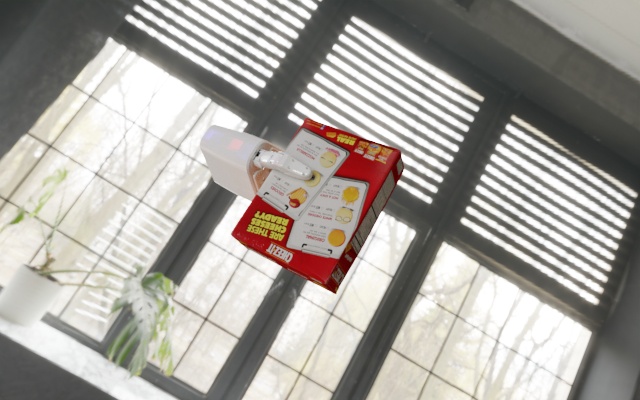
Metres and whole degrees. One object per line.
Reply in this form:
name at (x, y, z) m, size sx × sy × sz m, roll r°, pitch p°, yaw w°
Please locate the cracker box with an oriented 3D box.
cracker box at (0.000, 0.002, 0.689) m, size 0.164 × 0.213 × 0.072 m, roll 23°, pitch -16°, yaw 26°
